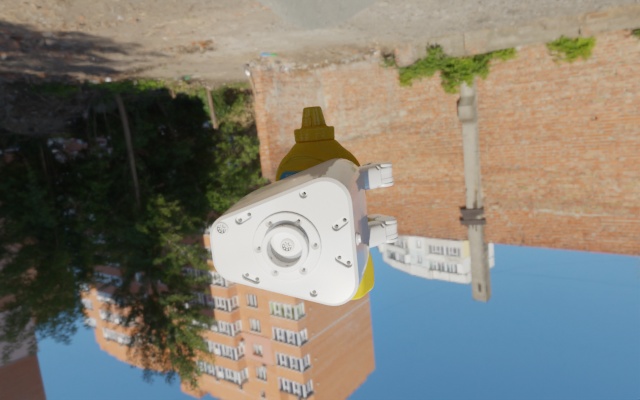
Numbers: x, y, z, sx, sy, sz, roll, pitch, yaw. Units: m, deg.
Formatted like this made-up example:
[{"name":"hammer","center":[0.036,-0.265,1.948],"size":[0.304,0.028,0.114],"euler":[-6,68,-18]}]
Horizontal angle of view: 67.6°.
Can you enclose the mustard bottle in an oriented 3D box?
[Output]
[{"name":"mustard bottle","center":[0.000,0.002,0.488],"size":[0.096,0.191,0.058],"euler":[0,11,33]}]
